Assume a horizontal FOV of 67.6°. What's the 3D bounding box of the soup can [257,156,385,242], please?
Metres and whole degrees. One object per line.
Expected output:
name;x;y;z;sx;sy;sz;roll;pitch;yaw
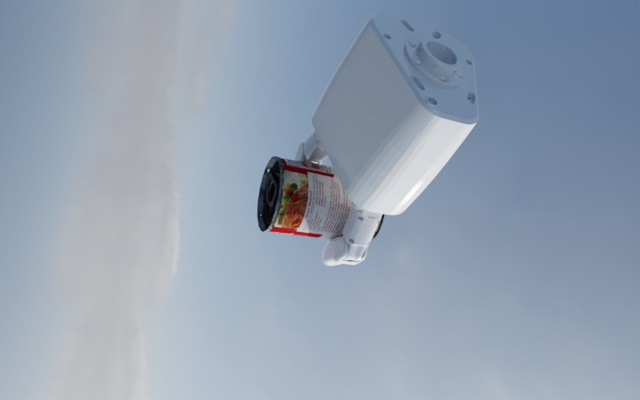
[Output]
soup can;0.000;0.002;0.441;0.102;0.068;0.068;9;-3;-22
